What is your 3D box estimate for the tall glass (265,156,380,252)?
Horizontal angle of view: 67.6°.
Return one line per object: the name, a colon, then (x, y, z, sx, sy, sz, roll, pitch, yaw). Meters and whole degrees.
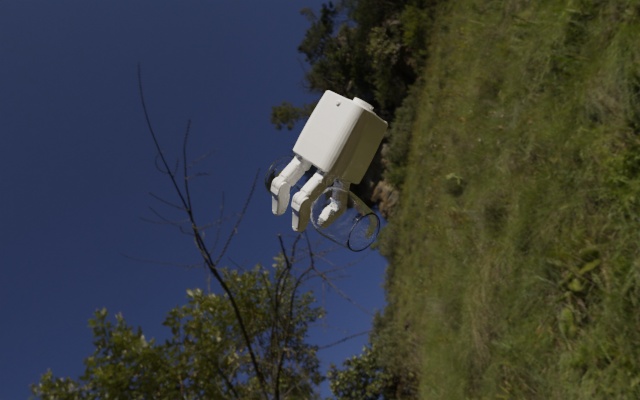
tall glass: (0.000, 0.002, 0.732, 0.079, 0.079, 0.201, 0, 26, -44)
